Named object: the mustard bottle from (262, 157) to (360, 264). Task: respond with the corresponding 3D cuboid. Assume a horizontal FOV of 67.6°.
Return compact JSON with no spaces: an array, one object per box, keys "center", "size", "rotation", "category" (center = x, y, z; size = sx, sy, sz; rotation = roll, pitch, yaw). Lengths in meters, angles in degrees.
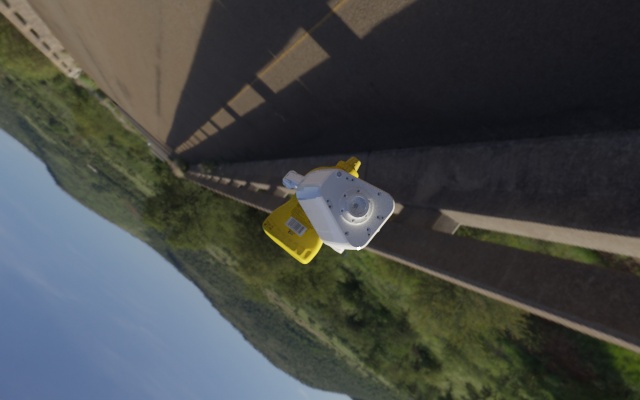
[{"center":[0.000,0.003,0.784],"size":[0.096,0.191,0.058],"rotation":[38,-12,11],"category":"mustard bottle"}]
